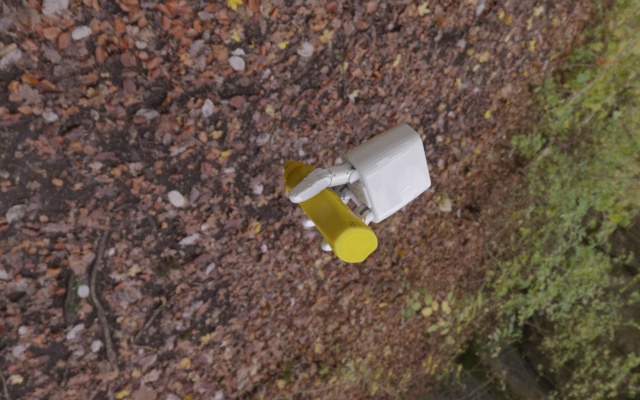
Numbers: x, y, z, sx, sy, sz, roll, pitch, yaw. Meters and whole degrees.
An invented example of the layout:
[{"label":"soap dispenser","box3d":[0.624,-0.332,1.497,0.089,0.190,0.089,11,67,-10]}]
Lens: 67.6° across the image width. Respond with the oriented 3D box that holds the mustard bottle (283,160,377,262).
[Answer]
[{"label":"mustard bottle","box3d":[0.000,0.003,0.693,0.191,0.058,0.096,50,10,35]}]
